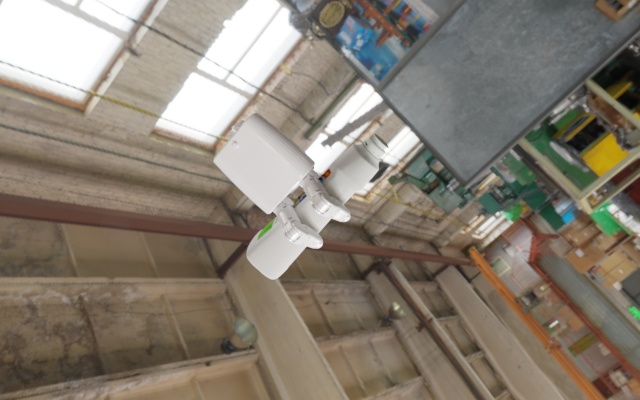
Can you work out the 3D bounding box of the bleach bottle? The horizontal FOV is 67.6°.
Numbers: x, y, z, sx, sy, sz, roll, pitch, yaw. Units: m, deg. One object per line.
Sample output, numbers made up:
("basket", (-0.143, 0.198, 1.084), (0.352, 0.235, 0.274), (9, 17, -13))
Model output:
("bleach bottle", (0.000, 0.002, 0.686), (0.068, 0.251, 0.102), (42, 19, -6))
